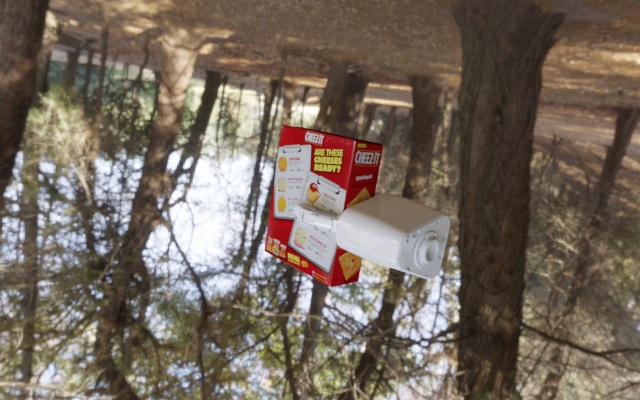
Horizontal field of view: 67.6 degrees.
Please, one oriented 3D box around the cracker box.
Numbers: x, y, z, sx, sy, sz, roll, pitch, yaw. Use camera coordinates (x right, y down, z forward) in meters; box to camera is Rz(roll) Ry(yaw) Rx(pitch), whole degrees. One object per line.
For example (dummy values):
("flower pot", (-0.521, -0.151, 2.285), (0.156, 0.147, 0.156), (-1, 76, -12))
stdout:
("cracker box", (0.000, 0.003, 0.739), (0.072, 0.214, 0.164), (-1, 15, -44))
